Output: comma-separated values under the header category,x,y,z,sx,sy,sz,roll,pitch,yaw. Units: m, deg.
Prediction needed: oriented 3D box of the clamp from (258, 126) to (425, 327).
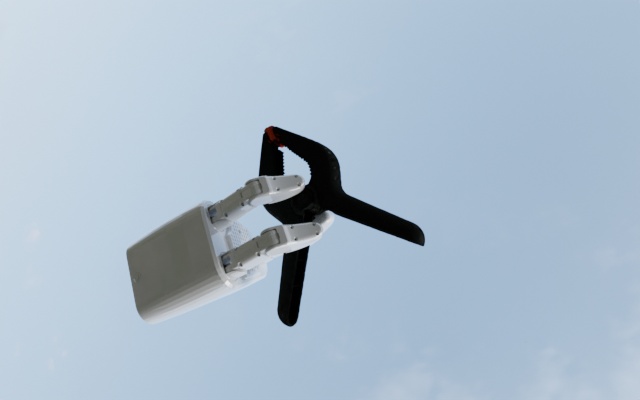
category,x,y,z,sx,sy,sz,roll,pitch,yaw
clamp,0.000,0.001,0.494,0.164,0.210,0.036,-27,-24,14
